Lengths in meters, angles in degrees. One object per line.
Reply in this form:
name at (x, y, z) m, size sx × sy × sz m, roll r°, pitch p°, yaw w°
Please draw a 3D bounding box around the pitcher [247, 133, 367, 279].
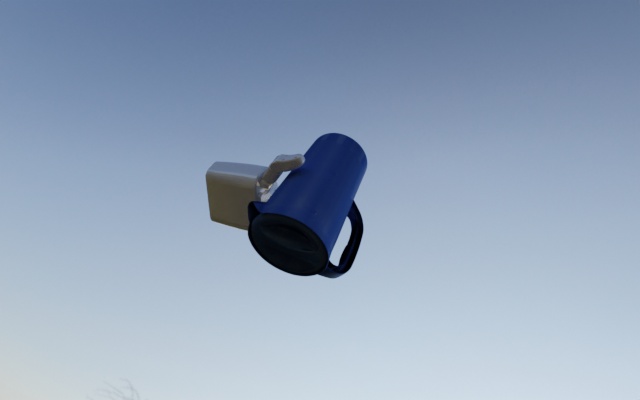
pitcher at (0.000, 0.003, 0.789) m, size 0.145 × 0.149 × 0.242 m, roll 8°, pitch 43°, yaw 23°
